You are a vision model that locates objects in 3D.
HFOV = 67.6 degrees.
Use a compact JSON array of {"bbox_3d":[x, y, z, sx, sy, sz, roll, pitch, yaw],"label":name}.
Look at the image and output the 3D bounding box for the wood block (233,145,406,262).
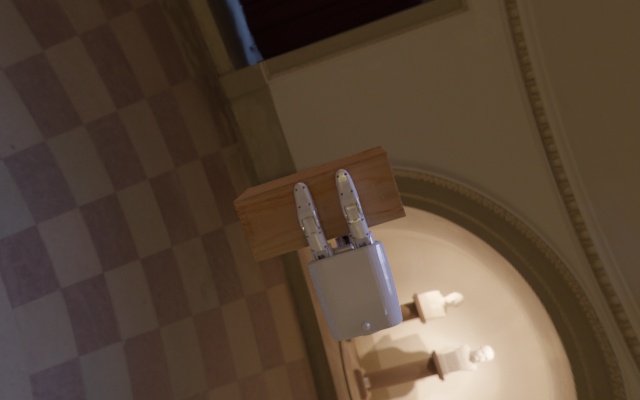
[{"bbox_3d":[0.000,0.002,0.652,0.206,0.090,0.091,-17,10,7],"label":"wood block"}]
